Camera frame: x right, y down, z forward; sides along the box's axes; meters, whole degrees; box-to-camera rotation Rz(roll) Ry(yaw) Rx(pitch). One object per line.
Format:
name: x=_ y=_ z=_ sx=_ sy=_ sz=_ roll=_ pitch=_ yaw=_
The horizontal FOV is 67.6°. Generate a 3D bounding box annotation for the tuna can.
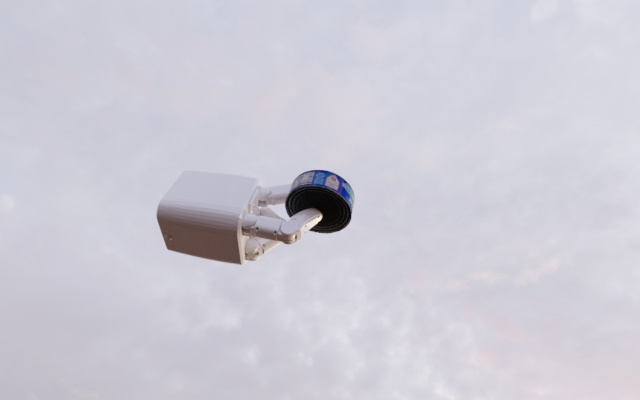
tuna can: x=0.000 y=0.002 z=0.609 sx=0.086 sy=0.033 sz=0.086 roll=8 pitch=-43 yaw=8
